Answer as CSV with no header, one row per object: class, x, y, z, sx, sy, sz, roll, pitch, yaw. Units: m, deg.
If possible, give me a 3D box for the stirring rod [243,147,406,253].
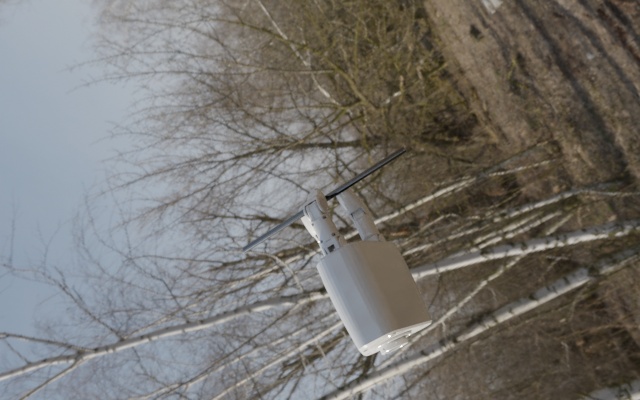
stirring rod,0.000,0.002,0.589,0.239,0.011,0.011,-32,-9,14
